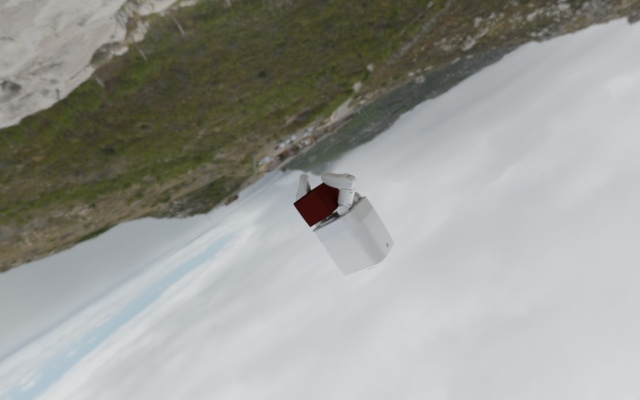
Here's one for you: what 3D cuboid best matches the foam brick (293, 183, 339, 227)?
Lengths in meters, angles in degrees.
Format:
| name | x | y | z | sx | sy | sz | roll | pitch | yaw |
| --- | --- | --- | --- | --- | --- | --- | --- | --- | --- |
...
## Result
| name | x | y | z | sx | sy | sz | roll | pitch | yaw |
| --- | --- | --- | --- | --- | --- | --- | --- | --- | --- |
| foam brick | 0.000 | 0.003 | 0.832 | 0.053 | 0.051 | 0.078 | -32 | 3 | 29 |
